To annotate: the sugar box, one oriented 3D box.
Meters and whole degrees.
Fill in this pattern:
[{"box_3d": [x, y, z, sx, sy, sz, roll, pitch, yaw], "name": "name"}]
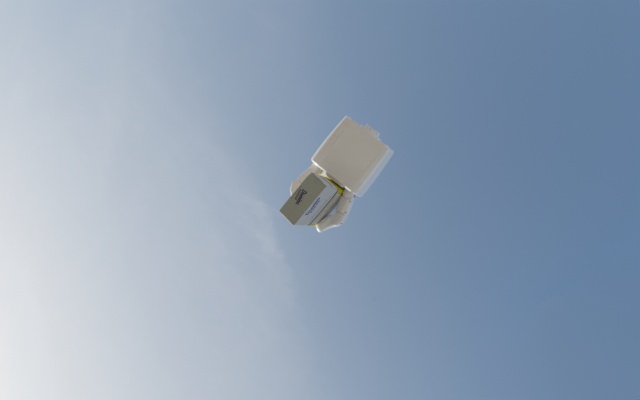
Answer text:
[{"box_3d": [0.000, 0.002, 0.895, 0.048, 0.093, 0.176, 44, 11, 21], "name": "sugar box"}]
